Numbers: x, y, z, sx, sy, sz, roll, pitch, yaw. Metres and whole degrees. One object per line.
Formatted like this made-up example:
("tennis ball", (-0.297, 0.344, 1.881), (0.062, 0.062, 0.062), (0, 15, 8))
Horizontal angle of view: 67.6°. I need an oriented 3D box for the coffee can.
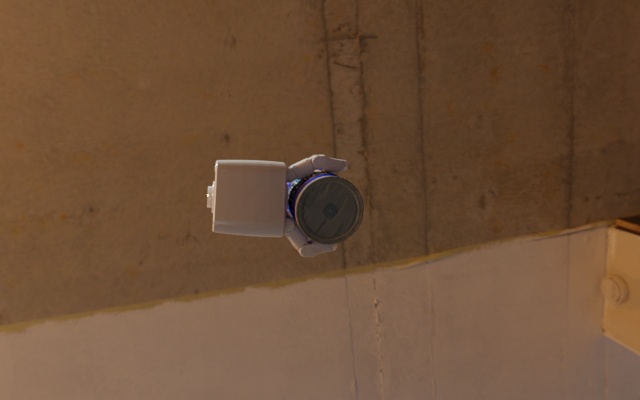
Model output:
("coffee can", (0.000, 0.002, 0.765), (0.103, 0.103, 0.140), (0, 11, -12))
